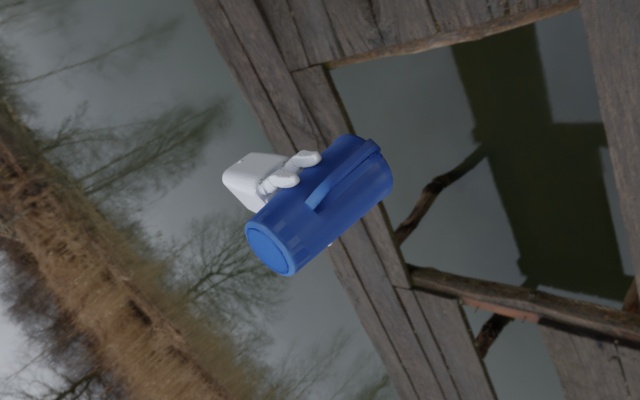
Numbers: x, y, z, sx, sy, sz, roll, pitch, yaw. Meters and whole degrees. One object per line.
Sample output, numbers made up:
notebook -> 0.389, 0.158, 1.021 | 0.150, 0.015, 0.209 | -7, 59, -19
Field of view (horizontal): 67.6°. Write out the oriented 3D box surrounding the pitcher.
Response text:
pitcher -> 0.000, 0.003, 0.770 | 0.145, 0.149, 0.242 | 16, 48, 44
